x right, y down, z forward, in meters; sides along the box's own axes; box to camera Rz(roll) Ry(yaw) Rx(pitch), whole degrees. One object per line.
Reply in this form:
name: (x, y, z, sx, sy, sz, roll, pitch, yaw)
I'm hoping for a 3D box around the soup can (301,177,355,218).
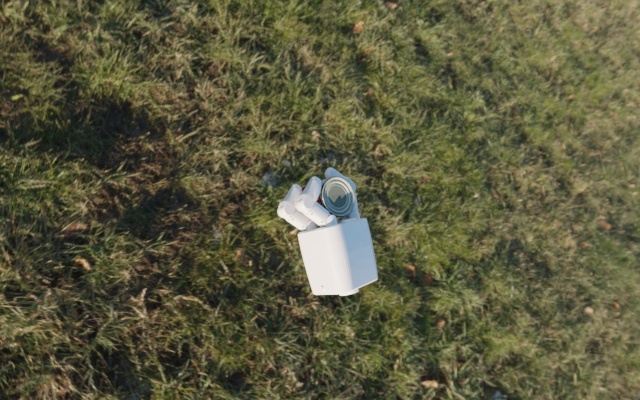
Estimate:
soup can: (0.000, 0.002, 0.792, 0.068, 0.068, 0.102, 0, -10, -35)
